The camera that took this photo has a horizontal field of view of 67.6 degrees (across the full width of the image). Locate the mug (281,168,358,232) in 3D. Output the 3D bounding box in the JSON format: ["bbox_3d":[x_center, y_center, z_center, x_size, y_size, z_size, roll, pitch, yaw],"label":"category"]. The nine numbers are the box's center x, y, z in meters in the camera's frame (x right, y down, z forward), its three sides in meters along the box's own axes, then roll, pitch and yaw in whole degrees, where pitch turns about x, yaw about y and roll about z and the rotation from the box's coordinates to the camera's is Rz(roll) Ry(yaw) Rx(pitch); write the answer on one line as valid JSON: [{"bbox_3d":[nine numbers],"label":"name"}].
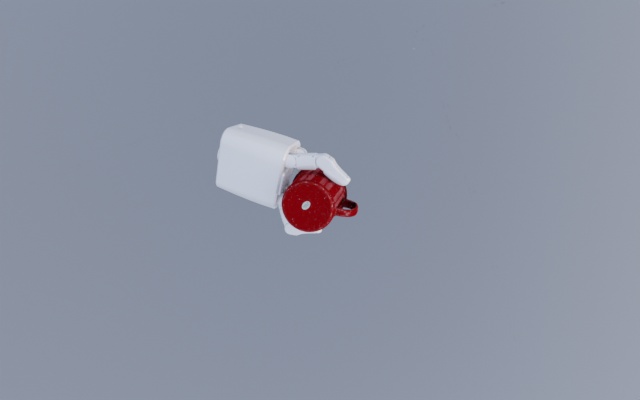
[{"bbox_3d":[0.001,0.003,0.732,0.117,0.093,0.081,18,20,7],"label":"mug"}]
